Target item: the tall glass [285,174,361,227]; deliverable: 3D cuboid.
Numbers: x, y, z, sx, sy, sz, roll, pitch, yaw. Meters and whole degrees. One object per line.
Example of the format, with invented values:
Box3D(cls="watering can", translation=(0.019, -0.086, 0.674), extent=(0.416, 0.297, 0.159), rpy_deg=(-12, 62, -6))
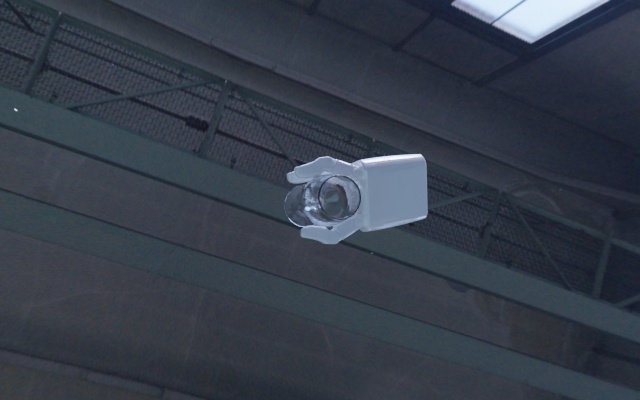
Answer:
Box3D(cls="tall glass", translation=(0.000, 0.003, 0.744), extent=(0.079, 0.079, 0.201), rpy_deg=(0, -4, -15))
